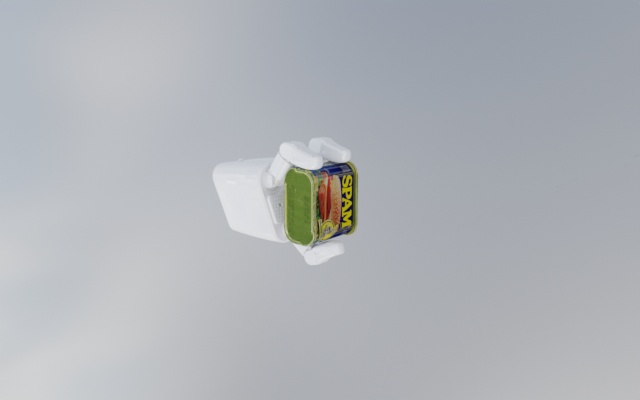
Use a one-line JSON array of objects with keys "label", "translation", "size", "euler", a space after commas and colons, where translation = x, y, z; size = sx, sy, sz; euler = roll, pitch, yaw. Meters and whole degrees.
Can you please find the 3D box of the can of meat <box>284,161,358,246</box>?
[{"label": "can of meat", "translation": [0.000, 0.002, 0.609], "size": [0.057, 0.102, 0.084], "euler": [11, 17, 41]}]
